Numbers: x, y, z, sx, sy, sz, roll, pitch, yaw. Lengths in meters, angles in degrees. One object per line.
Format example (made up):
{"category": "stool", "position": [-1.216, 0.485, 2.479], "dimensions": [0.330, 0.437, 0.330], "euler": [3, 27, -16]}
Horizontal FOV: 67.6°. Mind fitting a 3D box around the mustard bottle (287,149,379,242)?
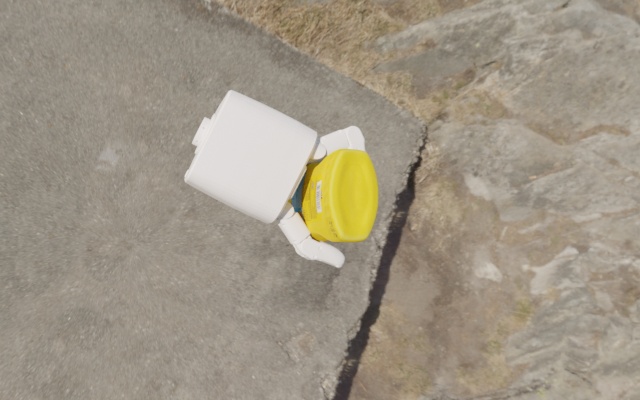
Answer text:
{"category": "mustard bottle", "position": [0.000, 0.002, 0.566], "dimensions": [0.058, 0.096, 0.191], "euler": [0, -5, -21]}
